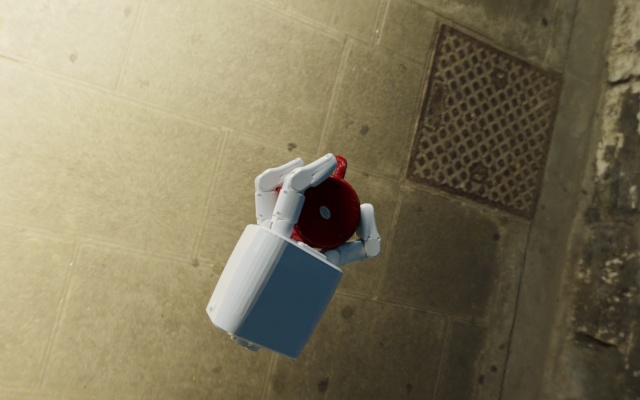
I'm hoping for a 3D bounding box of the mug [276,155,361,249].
[{"bbox_3d":[0.001,0.001,0.547,0.093,0.117,0.081,30,-10,-17],"label":"mug"}]
